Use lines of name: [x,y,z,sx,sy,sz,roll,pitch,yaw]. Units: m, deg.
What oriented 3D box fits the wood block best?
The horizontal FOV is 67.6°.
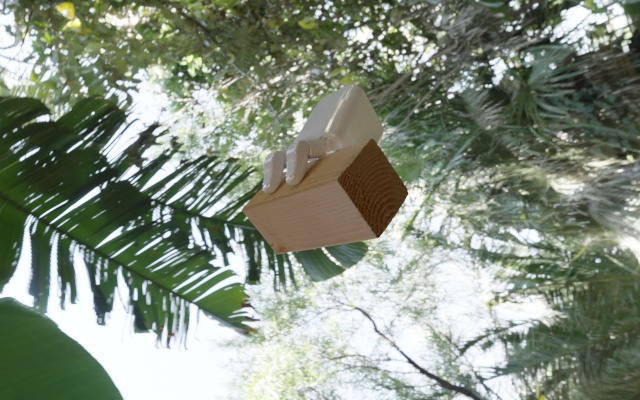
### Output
wood block: [0.000,0.002,0.639,0.206,0.091,0.090,-16,28,49]
